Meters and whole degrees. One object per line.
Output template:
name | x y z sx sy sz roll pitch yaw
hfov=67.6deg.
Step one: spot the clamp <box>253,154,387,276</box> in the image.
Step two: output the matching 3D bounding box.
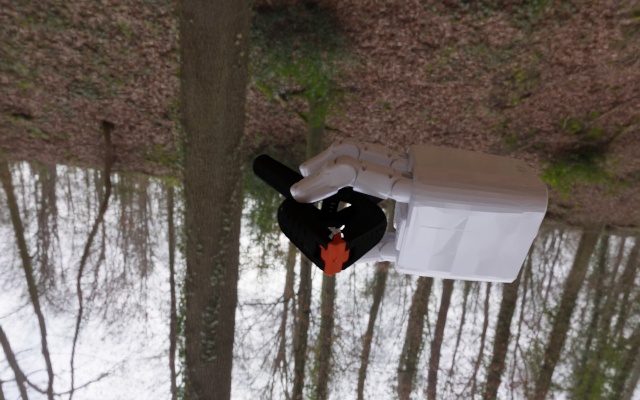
clamp | 0.000 0.002 0.445 0.164 0.036 0.210 8 23 4
